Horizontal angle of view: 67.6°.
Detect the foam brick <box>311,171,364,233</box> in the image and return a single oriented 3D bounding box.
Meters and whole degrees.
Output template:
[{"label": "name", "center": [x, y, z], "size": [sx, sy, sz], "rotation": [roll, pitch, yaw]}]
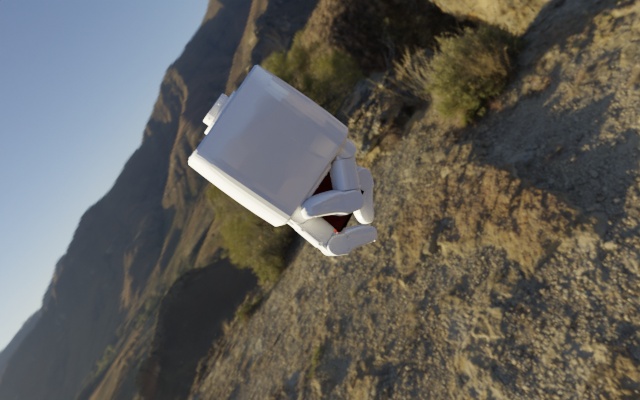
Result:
[{"label": "foam brick", "center": [0.000, 0.002, 0.513], "size": [0.051, 0.053, 0.078], "rotation": [34, -18, -15]}]
